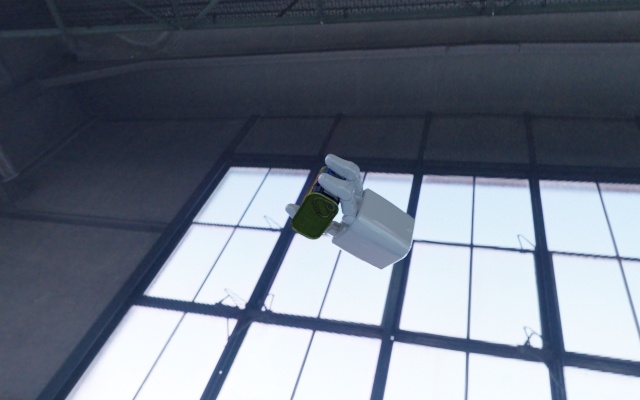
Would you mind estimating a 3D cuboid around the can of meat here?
[{"bbox_3d":[0.000,0.002,0.808,0.057,0.102,0.084,29,42,-5],"label":"can of meat"}]
